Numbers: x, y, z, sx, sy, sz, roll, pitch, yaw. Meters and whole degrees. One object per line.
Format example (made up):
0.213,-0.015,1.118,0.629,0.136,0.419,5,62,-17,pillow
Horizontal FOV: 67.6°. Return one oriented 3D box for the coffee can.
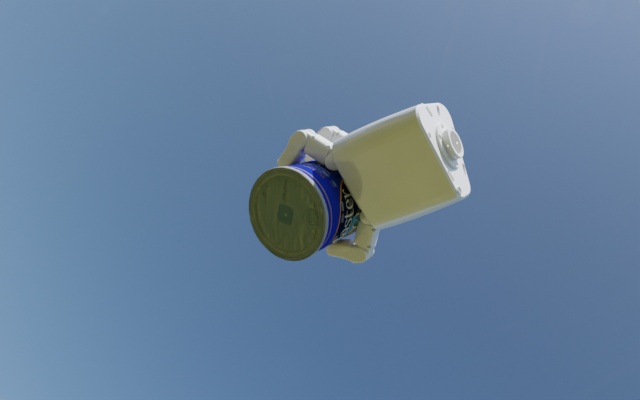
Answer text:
0.000,0.002,0.562,0.103,0.103,0.140,0,11,34,coffee can
